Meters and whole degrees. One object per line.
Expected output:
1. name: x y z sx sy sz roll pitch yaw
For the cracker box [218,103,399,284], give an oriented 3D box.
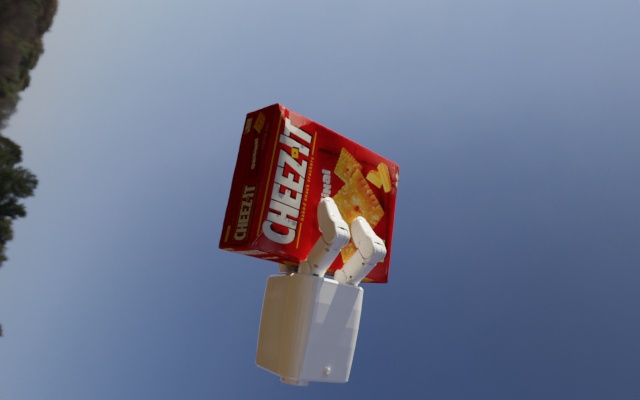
1. cracker box: 0.000 0.002 0.579 0.214 0.164 0.072 21 -19 -39
